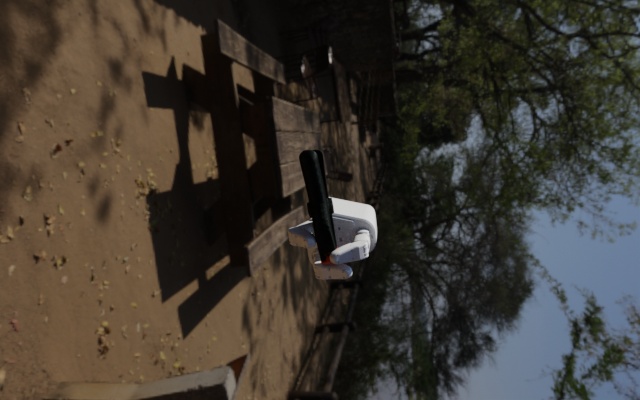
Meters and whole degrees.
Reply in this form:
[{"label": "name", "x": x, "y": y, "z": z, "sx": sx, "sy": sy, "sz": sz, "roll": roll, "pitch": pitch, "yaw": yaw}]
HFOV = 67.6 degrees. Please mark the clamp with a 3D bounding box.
[{"label": "clamp", "x": 0.001, "y": 0.002, "z": 0.698, "sx": 0.039, "sy": 0.171, "sz": 0.120, "roll": -6, "pitch": 14, "yaw": 11}]
